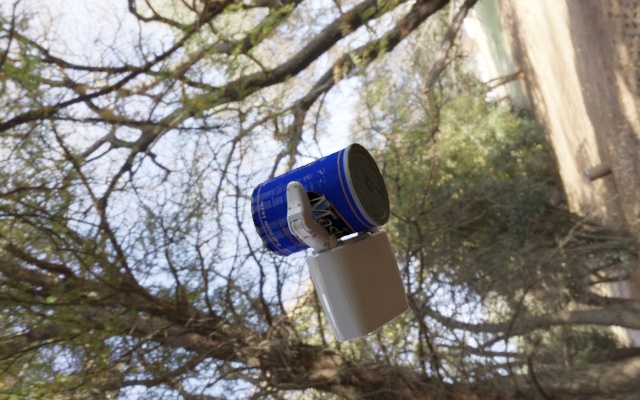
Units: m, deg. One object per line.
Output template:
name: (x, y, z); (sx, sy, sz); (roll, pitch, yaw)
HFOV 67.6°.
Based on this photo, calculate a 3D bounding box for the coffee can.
coffee can: (0.000, 0.002, 0.590); (0.140, 0.103, 0.103); (-21, -10, 26)
